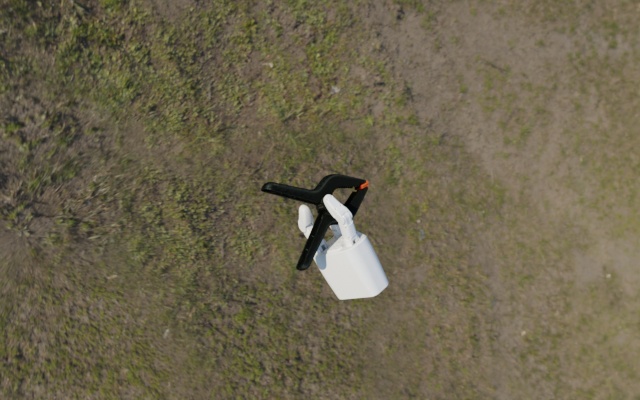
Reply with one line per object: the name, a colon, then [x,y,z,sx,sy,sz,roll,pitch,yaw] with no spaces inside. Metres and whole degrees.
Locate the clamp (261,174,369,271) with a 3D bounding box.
clamp: [0.001,0.003,0.860,0.210,0.164,0.036,-36,14,-29]
